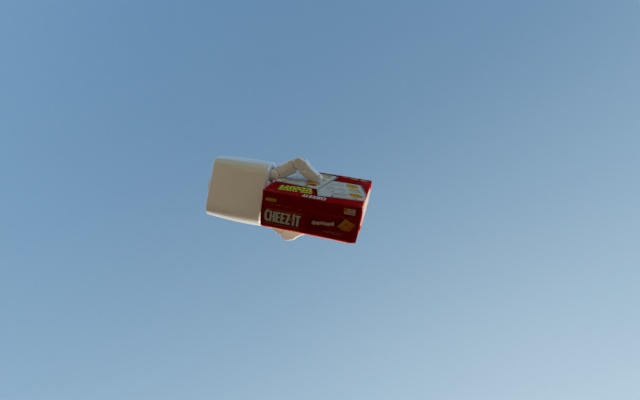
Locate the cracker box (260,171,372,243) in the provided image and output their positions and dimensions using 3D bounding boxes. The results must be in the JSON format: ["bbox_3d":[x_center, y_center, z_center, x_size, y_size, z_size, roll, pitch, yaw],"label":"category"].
[{"bbox_3d":[0.000,0.003,0.858,0.164,0.072,0.213,10,15,8],"label":"cracker box"}]
